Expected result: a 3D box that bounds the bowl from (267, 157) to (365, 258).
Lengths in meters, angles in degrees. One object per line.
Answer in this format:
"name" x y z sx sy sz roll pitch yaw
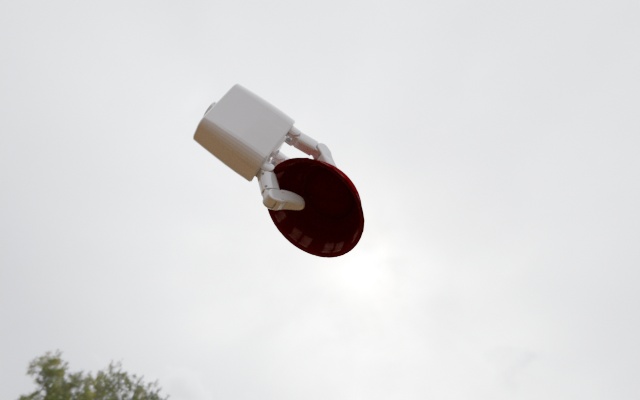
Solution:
"bowl" 0.001 0.003 0.697 0.162 0.162 0.055 0 27 32
